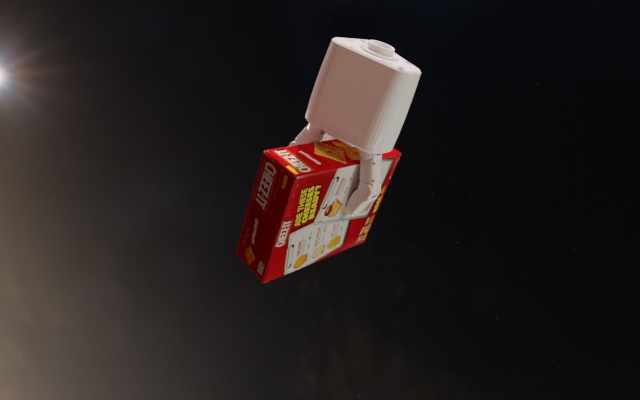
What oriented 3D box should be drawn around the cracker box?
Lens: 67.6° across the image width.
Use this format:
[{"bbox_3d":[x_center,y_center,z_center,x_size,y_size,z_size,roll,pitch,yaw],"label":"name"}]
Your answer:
[{"bbox_3d":[0.000,0.002,0.655,0.213,0.164,0.072,-15,44,-45],"label":"cracker box"}]
